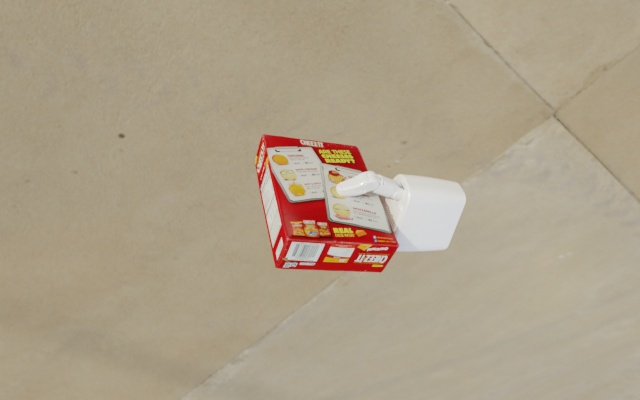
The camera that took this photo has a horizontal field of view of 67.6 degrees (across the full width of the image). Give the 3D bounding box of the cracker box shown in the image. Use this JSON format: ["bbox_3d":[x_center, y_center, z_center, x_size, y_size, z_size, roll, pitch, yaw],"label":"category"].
[{"bbox_3d":[0.000,0.002,0.701,0.164,0.072,0.213,5,43,-23],"label":"cracker box"}]
